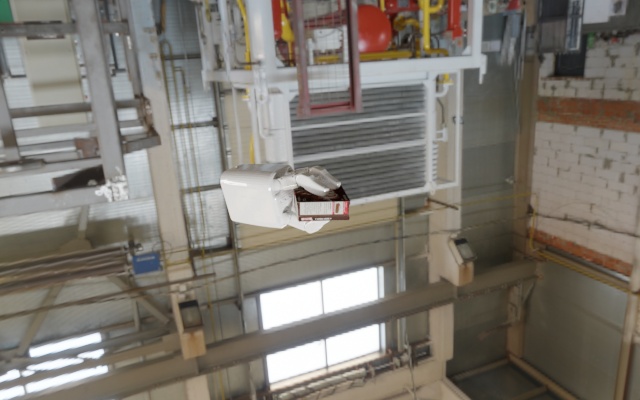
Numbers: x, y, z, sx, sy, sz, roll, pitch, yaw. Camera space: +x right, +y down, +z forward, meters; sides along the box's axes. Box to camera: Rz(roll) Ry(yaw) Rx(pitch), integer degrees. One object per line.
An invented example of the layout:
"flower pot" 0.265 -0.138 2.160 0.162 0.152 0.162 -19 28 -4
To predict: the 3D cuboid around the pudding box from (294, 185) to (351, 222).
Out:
"pudding box" 0.000 0.003 0.833 0.090 0.039 0.113 -2 18 -5
